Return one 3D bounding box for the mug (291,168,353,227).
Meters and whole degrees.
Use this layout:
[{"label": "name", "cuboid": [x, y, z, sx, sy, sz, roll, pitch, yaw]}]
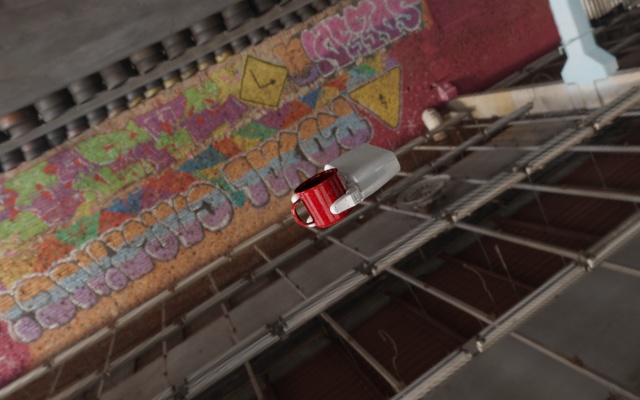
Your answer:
[{"label": "mug", "cuboid": [-0.001, 0.004, 0.893, 0.117, 0.081, 0.093, -34, 15, -20]}]
